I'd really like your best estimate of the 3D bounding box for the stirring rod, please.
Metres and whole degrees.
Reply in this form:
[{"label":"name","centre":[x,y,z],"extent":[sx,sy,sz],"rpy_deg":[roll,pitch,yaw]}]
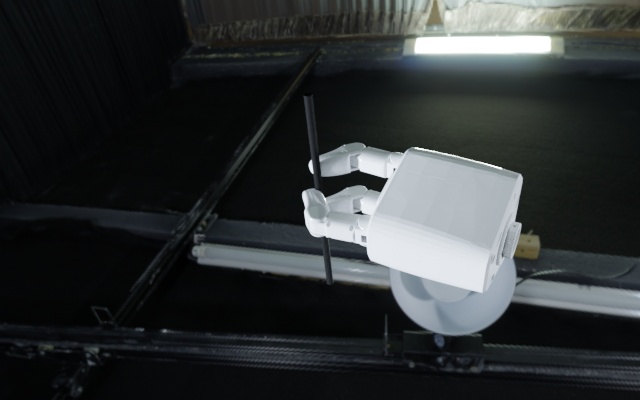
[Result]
[{"label":"stirring rod","centre":[0.000,0.002,0.496],"extent":[0.011,0.240,0.011],"rpy_deg":[-4,37,3]}]
